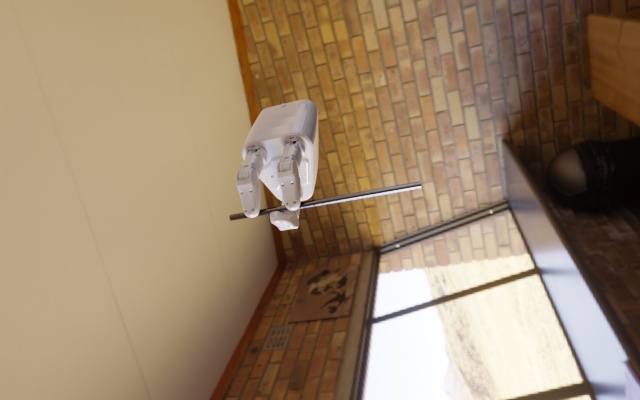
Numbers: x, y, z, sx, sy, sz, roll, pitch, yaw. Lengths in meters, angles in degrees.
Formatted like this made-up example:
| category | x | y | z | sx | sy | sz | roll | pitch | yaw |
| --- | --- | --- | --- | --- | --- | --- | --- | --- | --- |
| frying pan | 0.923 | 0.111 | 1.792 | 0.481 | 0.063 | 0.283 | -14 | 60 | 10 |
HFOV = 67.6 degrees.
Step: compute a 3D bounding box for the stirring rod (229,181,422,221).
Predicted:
| category | x | y | z | sx | sy | sz | roll | pitch | yaw |
| --- | --- | --- | --- | --- | --- | --- | --- | --- | --- |
| stirring rod | 0.000 | 0.002 | 0.576 | 0.239 | 0.011 | 0.011 | -10 | -3 | 15 |
